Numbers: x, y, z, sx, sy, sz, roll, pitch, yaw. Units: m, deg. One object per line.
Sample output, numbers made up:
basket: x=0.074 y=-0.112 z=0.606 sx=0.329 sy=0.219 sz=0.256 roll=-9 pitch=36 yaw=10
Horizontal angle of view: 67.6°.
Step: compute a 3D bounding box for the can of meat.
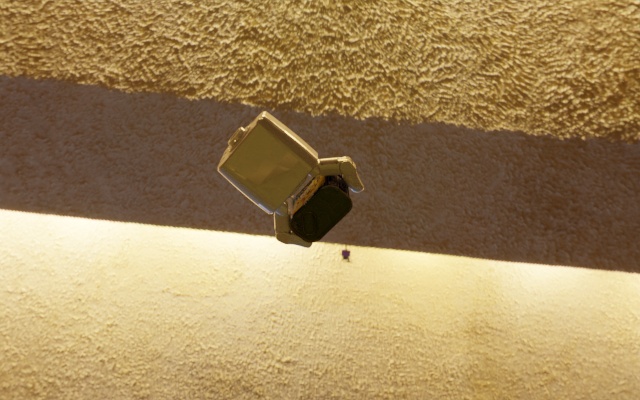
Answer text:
can of meat: x=0.000 y=0.002 z=0.746 sx=0.057 sy=0.102 sz=0.084 roll=37 pitch=22 yaw=-18
